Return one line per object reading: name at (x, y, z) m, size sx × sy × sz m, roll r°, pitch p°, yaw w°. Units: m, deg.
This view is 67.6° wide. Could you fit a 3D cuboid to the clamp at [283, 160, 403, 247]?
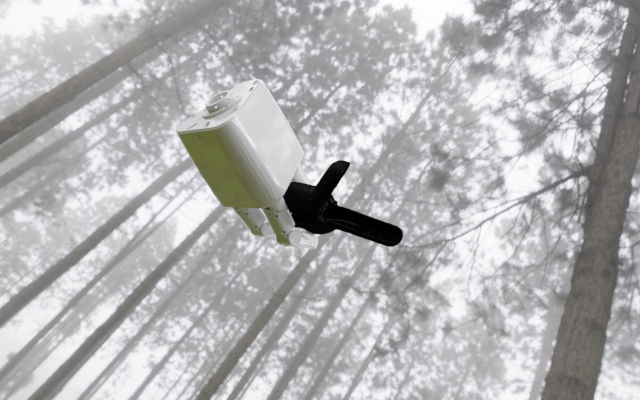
clamp at (0.000, 0.001, 0.539) m, size 0.171 × 0.120 × 0.039 m, roll 2°, pitch 43°, yaw 40°
